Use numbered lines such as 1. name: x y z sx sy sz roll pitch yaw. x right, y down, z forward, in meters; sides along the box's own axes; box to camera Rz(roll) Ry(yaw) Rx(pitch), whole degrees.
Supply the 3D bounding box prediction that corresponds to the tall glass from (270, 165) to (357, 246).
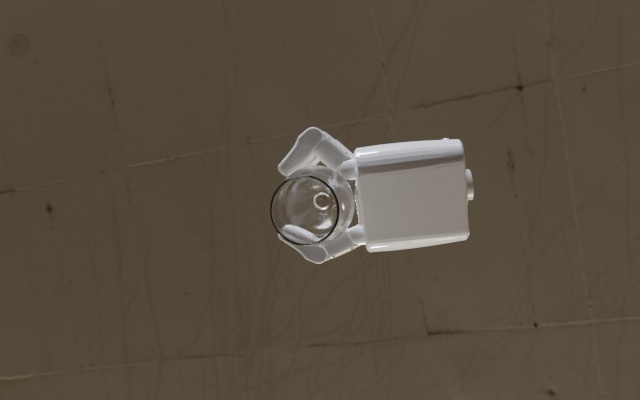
1. tall glass: 0.000 0.002 0.510 0.079 0.079 0.201 0 4 8
